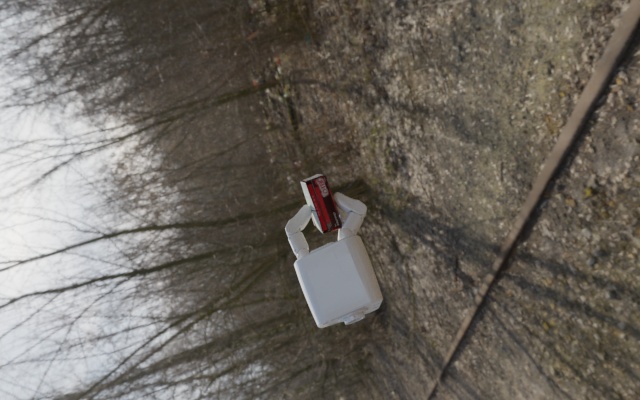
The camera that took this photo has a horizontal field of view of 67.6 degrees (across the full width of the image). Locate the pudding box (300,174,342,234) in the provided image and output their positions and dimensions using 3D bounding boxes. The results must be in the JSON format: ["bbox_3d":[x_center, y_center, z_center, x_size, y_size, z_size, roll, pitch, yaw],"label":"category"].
[{"bbox_3d":[0.000,0.003,0.796,0.039,0.090,0.113,-19,6,-7],"label":"pudding box"}]
